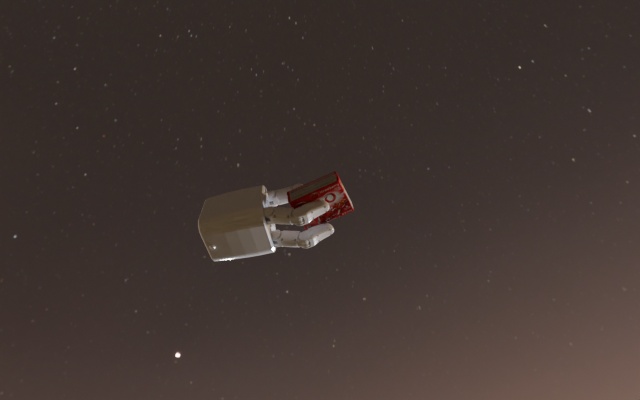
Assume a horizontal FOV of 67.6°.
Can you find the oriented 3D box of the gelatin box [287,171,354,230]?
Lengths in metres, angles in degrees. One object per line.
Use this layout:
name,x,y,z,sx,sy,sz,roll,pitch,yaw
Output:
gelatin box,0.000,0.002,0.776,0.089,0.073,0.030,-24,41,6
